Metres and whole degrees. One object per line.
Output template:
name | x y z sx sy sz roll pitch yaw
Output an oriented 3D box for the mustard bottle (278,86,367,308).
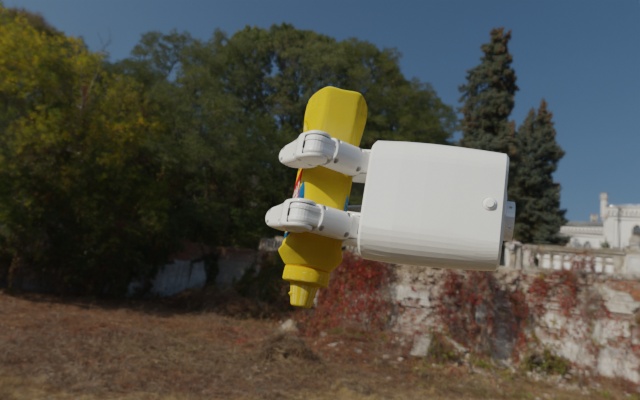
mustard bottle | 0.000 0.001 0.439 0.058 0.191 0.096 11 -13 -7
